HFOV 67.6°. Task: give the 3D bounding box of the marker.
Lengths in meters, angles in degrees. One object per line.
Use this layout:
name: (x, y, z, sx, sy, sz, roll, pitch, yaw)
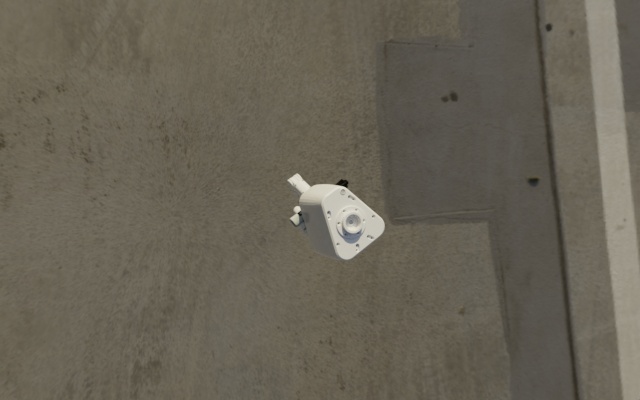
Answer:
marker: (0.000, 0.003, 0.817, 0.121, 0.020, 0.020, -37, 11, -14)
